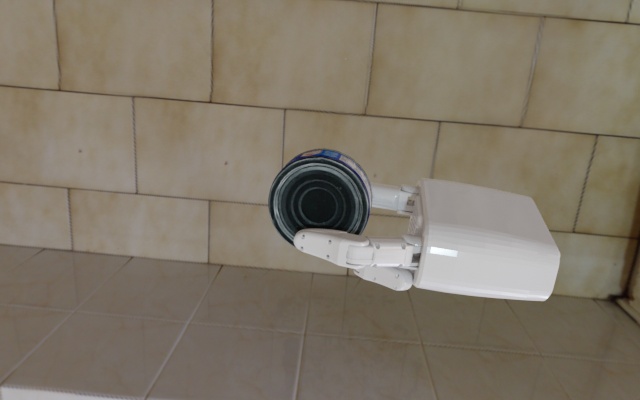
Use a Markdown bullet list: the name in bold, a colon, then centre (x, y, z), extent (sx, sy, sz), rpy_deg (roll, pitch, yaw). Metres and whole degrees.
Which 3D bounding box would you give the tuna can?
- **tuna can**: centre (0.000, 0.001, 0.401), extent (0.086, 0.086, 0.033), rpy_deg (0, 16, 9)
